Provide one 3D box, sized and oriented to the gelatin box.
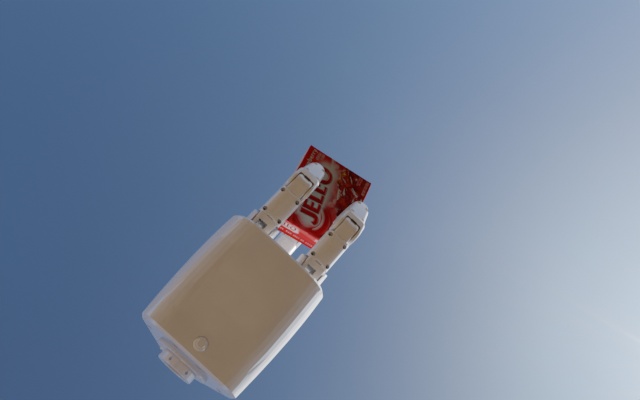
[{"bbox_3d":[0.000,0.001,0.462,0.073,0.089,0.030,32,-33,-8],"label":"gelatin box"}]
